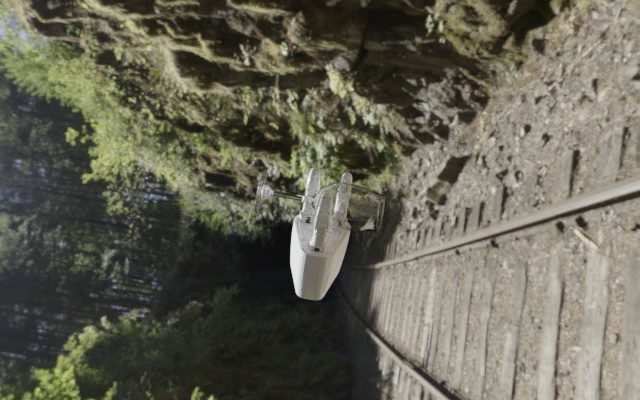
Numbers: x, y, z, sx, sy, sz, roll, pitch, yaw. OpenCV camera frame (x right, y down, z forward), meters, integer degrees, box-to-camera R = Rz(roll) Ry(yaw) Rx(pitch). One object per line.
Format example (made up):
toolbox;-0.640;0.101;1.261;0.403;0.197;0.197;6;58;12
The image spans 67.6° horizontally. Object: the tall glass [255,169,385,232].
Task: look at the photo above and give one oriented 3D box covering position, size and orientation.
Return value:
tall glass;-0.001;0.002;0.778;0.201;0.079;0.079;10;0;1
